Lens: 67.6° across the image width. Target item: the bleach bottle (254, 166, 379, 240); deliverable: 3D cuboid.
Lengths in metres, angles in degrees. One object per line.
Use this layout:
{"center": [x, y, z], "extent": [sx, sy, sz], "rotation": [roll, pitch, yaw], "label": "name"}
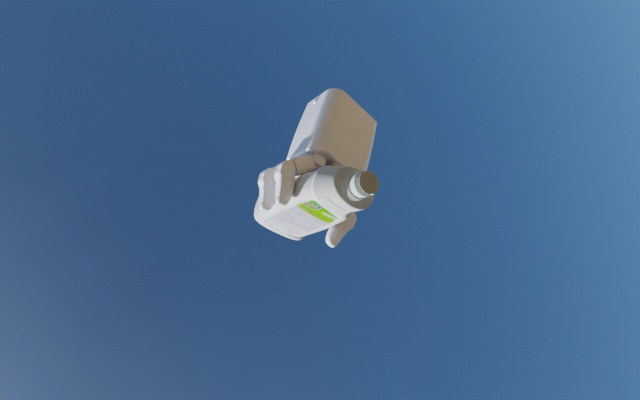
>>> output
{"center": [0.000, 0.002, 0.662], "extent": [0.102, 0.068, 0.251], "rotation": [25, -21, -25], "label": "bleach bottle"}
